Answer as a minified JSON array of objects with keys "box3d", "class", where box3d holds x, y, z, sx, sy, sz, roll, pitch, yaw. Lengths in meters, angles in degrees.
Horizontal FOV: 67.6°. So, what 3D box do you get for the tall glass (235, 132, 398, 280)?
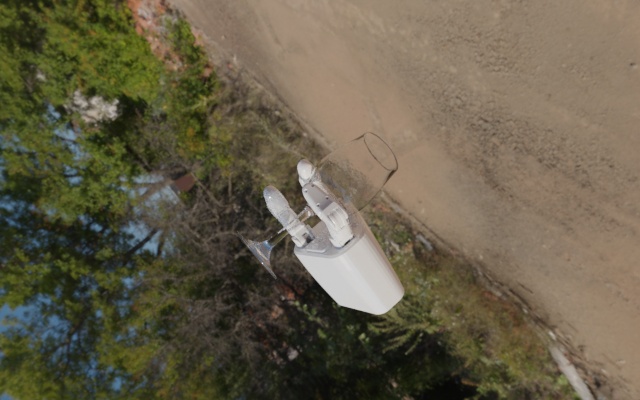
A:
[{"box3d":[0.000,0.002,0.573,0.201,0.079,0.079,-40,9,-11],"class":"tall glass"}]
